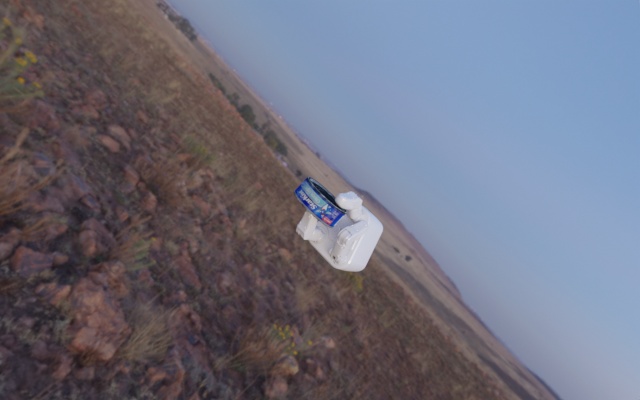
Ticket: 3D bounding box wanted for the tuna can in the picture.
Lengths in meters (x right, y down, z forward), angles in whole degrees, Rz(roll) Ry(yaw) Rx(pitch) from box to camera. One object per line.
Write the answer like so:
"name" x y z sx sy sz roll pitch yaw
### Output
"tuna can" 0.000 0.002 0.753 0.086 0.034 0.086 42 9 -8
